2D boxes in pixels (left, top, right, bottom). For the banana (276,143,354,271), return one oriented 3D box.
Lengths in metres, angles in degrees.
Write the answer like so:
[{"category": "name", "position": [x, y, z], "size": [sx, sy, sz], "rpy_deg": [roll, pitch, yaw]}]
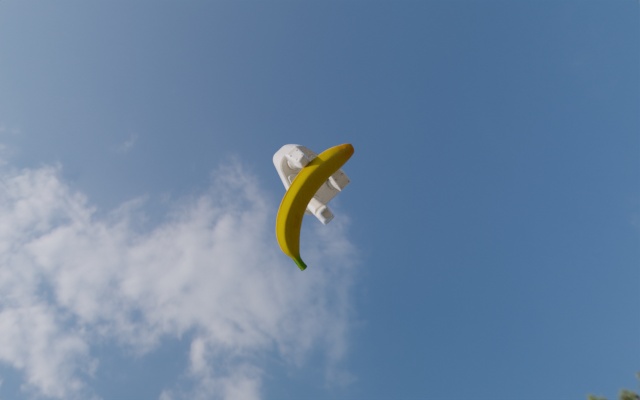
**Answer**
[{"category": "banana", "position": [-0.018, -0.001, 0.695], "size": [0.069, 0.198, 0.037], "rpy_deg": [22, 2, -14]}]
